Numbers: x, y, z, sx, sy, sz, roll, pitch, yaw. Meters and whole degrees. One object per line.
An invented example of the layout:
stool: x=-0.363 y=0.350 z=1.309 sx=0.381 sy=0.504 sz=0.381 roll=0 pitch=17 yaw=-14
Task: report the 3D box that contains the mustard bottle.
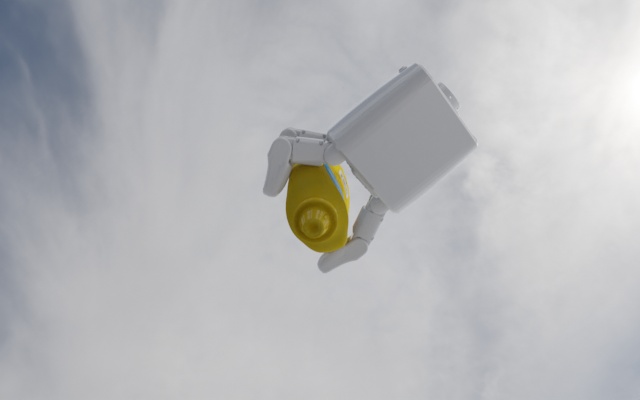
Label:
mustard bottle: x=0.000 y=0.002 z=0.499 sx=0.058 sy=0.096 sz=0.191 roll=-15 pitch=12 yaw=6
